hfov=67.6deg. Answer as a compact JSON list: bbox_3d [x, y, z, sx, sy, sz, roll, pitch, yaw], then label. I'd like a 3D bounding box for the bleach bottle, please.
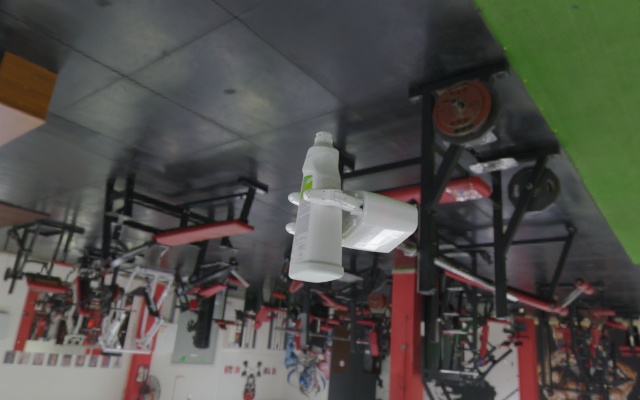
[{"bbox_3d":[0.000,0.003,0.784,0.068,0.250,0.102,13,-20,-24],"label":"bleach bottle"}]
